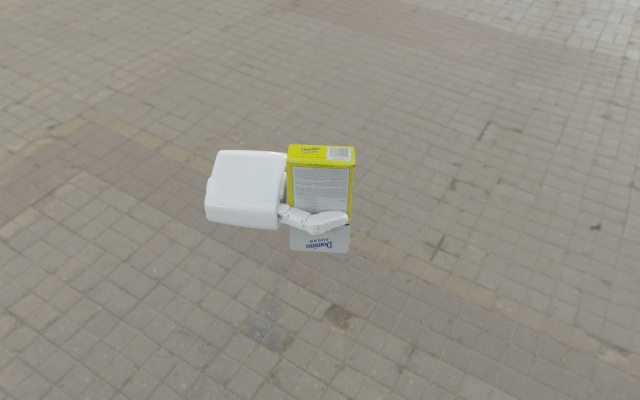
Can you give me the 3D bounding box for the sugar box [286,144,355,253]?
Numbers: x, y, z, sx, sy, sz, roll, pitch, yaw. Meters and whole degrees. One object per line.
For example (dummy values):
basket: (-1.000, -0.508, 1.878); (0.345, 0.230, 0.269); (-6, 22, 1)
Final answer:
sugar box: (0.000, 0.002, 0.701); (0.093, 0.176, 0.048); (3, 44, 2)
